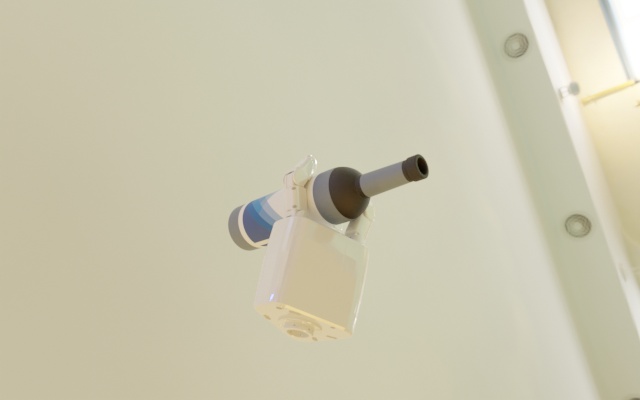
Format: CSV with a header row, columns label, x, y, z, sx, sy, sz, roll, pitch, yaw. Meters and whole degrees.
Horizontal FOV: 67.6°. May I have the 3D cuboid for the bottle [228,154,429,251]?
label,x,y,z,sx,sy,sz,roll,pitch,yaw
bottle,0.000,0.002,0.594,0.296,0.069,0.069,-20,-13,40
